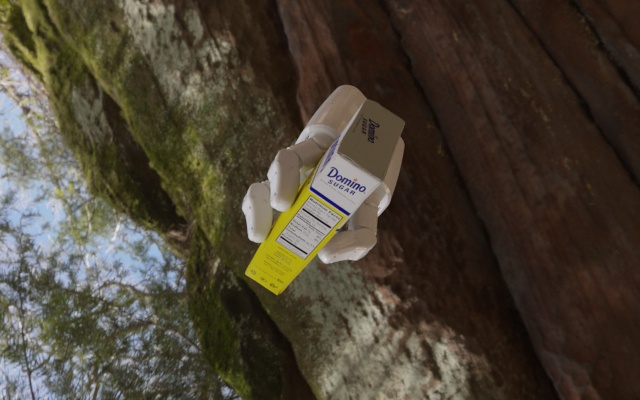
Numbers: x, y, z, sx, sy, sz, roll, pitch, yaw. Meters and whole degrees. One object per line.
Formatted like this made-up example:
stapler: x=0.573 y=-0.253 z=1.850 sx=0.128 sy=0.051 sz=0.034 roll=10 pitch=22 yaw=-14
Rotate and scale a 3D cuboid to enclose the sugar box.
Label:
sugar box: x=0.000 y=0.001 z=0.418 sx=0.048 sy=0.176 sz=0.093 roll=32 pitch=41 yaw=-4
